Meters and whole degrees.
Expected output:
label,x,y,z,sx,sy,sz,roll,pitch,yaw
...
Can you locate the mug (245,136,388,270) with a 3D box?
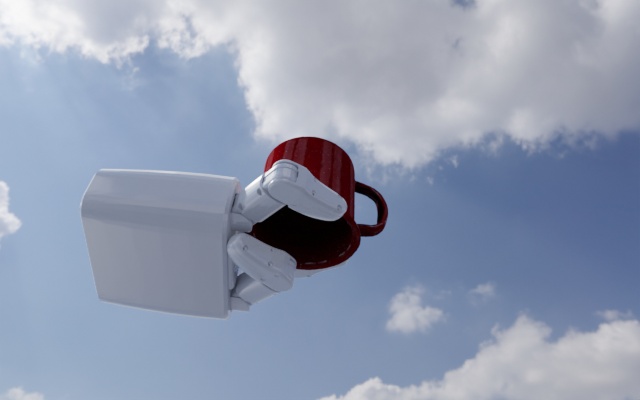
label,x,y,z,sx,sy,sz,roll,pitch,yaw
mug,0.002,0.001,0.408,0.117,0.081,0.093,6,-42,-2
